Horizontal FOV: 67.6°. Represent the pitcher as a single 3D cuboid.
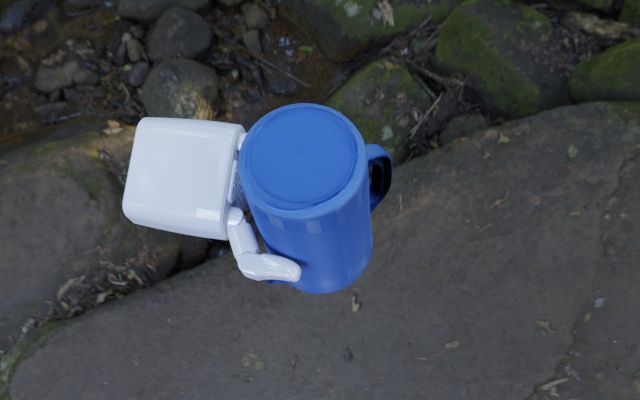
[{"bbox_3d":[0.000,0.002,0.496,0.145,0.149,0.243,7,-21,6],"label":"pitcher"}]
